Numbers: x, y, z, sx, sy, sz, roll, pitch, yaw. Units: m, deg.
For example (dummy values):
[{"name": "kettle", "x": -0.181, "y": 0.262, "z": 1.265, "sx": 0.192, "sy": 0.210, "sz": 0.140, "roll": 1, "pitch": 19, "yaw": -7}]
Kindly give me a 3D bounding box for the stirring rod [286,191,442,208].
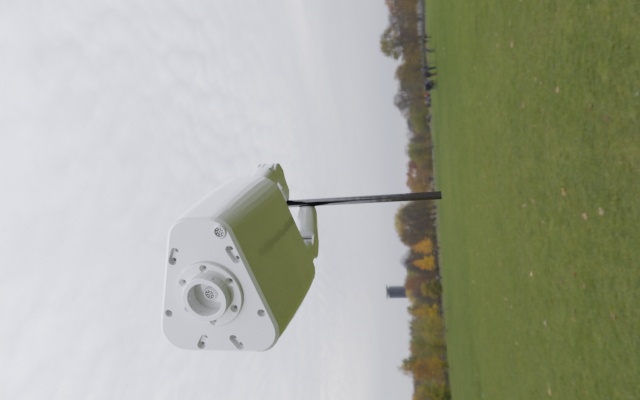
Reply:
[{"name": "stirring rod", "x": 0.000, "y": 0.002, "z": 0.489, "sx": 0.239, "sy": 0.011, "sz": 0.011, "roll": -3, "pitch": -1, "yaw": 13}]
